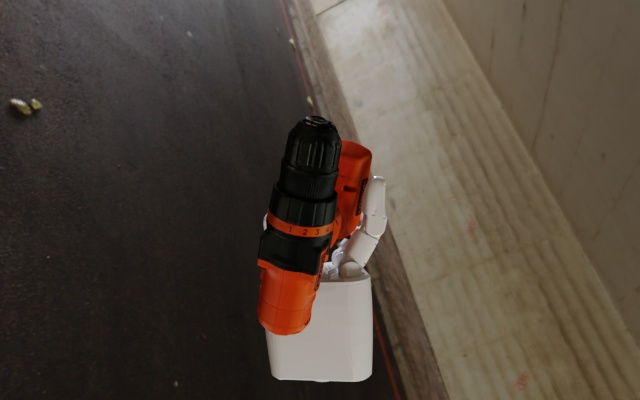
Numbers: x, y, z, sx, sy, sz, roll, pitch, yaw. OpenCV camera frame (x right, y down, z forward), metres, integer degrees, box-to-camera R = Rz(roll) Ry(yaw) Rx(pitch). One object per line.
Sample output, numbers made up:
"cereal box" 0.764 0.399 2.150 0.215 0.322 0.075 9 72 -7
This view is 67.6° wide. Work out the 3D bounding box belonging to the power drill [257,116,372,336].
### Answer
"power drill" 0.000 0.002 0.433 0.057 0.184 0.187 18 24 11
